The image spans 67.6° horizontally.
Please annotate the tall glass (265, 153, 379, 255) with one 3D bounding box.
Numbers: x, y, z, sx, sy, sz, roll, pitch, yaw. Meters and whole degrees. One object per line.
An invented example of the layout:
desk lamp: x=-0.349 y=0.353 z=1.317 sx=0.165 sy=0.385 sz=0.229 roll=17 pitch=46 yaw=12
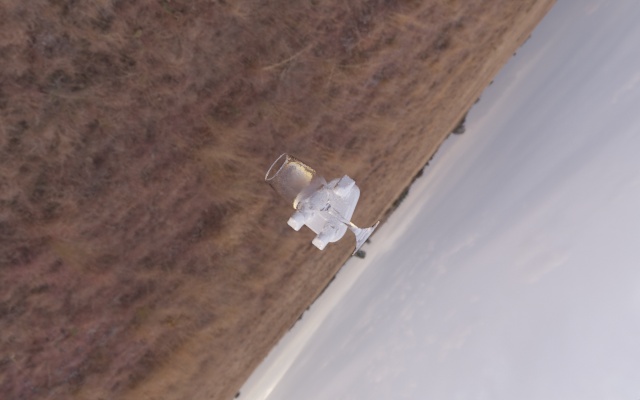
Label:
tall glass: x=0.001 y=0.003 z=0.823 sx=0.201 sy=0.079 sz=0.079 roll=39 pitch=4 yaw=5
